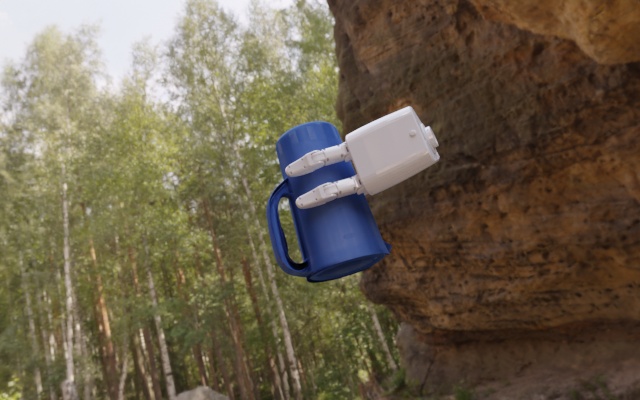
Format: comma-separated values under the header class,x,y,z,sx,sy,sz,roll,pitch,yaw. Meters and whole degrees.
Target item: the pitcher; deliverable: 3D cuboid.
class,x,y,z,sx,sy,sz,roll,pitch,yaw
pitcher,0.000,0.002,0.758,0.145,0.242,0.149,-25,-19,20
